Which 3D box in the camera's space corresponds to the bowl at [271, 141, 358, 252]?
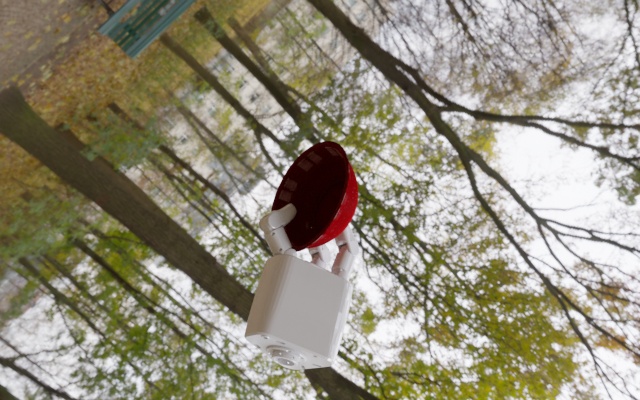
[{"bbox_3d":[0.001,0.001,0.656,0.055,0.162,0.162,26,-15,-34],"label":"bowl"}]
